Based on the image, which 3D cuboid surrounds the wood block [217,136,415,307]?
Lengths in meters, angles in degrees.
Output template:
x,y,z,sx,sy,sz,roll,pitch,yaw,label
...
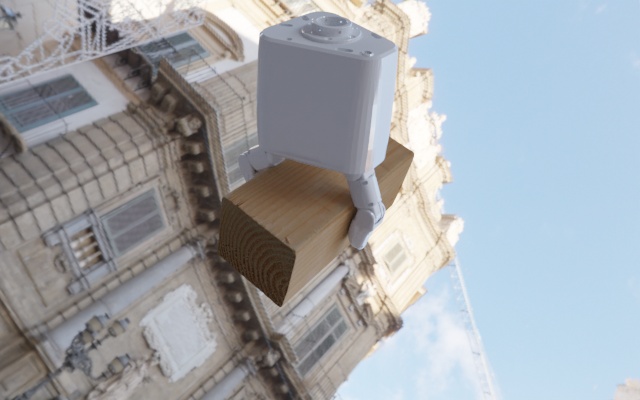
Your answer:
x,y,z,sx,sy,sz,roll,pitch,yaw,label
0.000,0.001,0.504,0.091,0.090,0.206,37,48,19,wood block
